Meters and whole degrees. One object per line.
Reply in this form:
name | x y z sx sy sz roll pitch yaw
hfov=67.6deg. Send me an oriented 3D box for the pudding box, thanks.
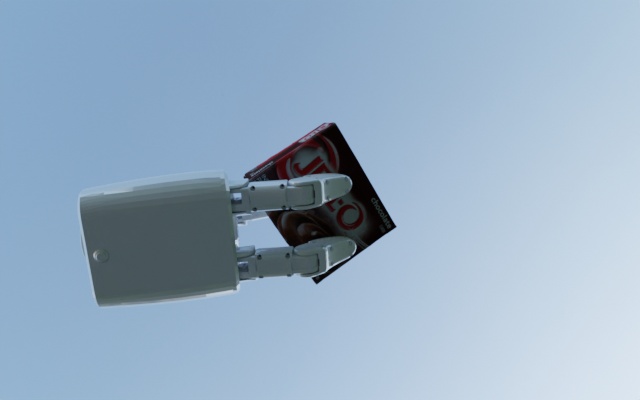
pudding box | 0.000 0.001 0.420 0.090 0.113 0.039 -35 19 -6
